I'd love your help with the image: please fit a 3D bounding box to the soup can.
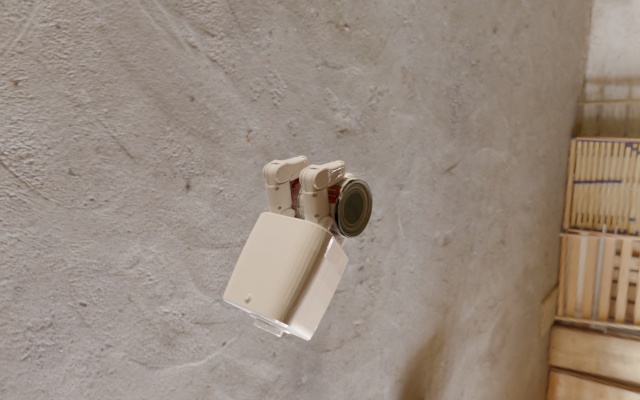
[{"bbox_3d":[0.001,0.001,0.553,0.102,0.068,0.068,11,7,39],"label":"soup can"}]
